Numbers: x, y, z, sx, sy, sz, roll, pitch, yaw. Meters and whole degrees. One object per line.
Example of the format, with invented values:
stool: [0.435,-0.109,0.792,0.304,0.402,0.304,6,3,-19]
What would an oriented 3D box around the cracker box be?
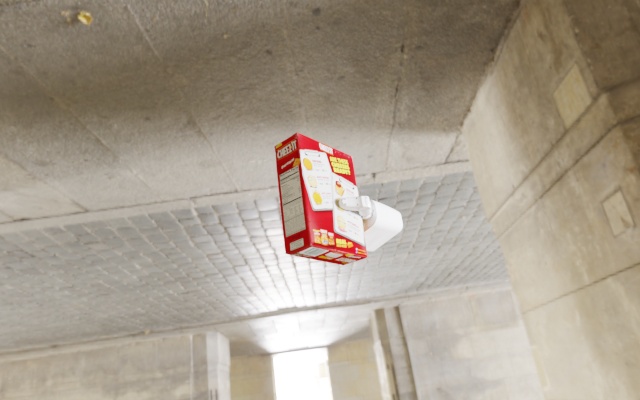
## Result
cracker box: [0.000,0.003,0.884,0.072,0.213,0.164,-24,-27,35]
